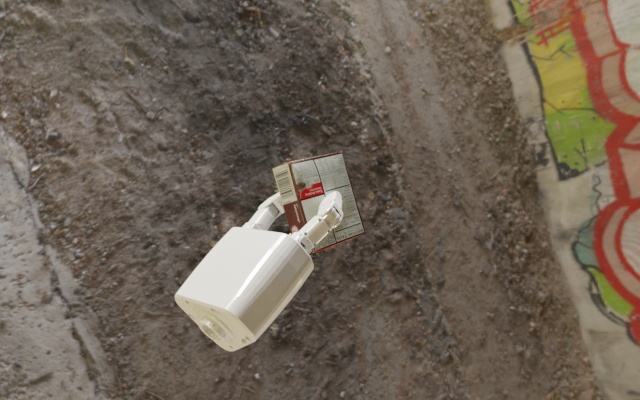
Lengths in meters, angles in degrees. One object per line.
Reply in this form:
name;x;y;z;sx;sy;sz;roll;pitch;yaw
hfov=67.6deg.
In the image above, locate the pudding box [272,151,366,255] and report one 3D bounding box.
pudding box;0.000;0.002;0.590;0.090;0.113;0.039;-16;2;-40
